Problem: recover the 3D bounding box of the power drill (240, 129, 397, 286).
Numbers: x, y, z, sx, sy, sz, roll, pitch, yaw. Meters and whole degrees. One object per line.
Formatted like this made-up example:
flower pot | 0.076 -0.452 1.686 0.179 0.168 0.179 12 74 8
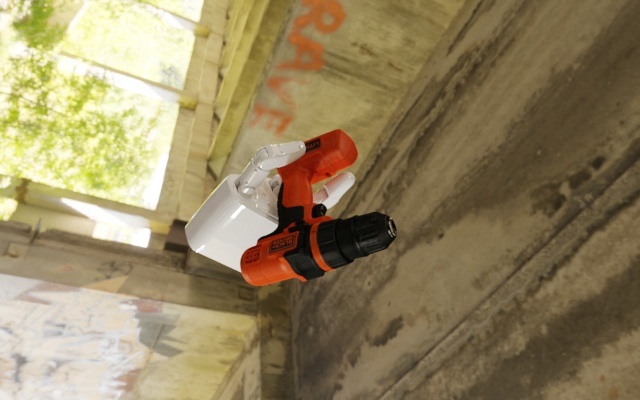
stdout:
power drill | 0.000 0.002 0.551 0.184 0.187 0.057 -18 -49 25
